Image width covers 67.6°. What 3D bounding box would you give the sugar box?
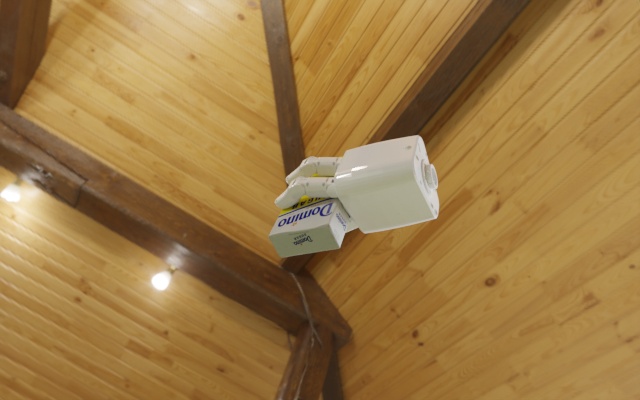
[{"bbox_3d":[0.000,0.002,0.678,0.093,0.048,0.176,-12,29,26],"label":"sugar box"}]
